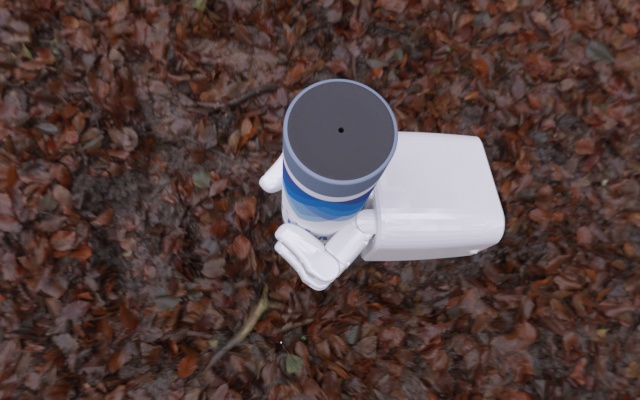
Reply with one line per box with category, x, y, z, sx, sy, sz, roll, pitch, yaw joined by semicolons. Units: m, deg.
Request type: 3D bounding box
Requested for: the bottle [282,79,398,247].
bottle;0.000;0.001;0.412;0.069;0.069;0.296;0;-16;-5
